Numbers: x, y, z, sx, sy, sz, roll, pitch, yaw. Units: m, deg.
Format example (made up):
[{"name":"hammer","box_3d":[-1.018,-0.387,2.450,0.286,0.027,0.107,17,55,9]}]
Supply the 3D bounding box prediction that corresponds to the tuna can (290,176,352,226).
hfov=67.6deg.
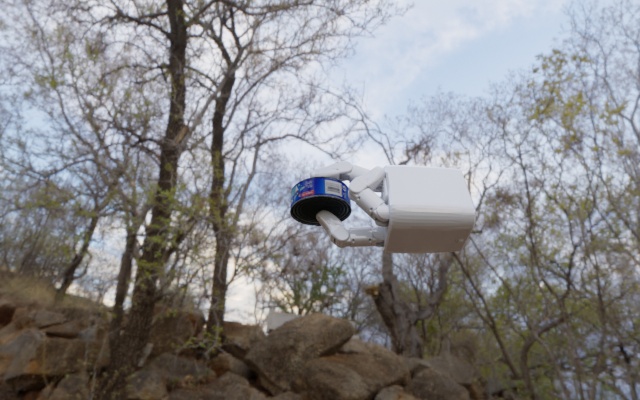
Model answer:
[{"name":"tuna can","box_3d":[0.000,0.002,0.671,0.086,0.033,0.086,-1,-30,-1]}]
